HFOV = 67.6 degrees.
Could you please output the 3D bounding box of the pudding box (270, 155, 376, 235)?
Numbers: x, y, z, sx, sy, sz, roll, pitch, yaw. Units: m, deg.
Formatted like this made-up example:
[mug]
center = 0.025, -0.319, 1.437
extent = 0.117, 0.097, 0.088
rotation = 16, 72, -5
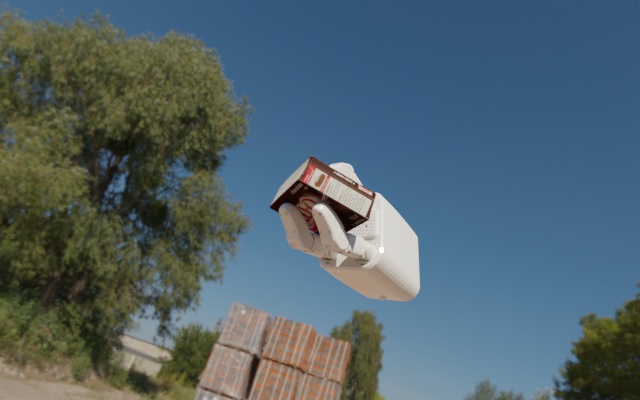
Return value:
[pudding box]
center = 0.000, 0.002, 0.557
extent = 0.090, 0.039, 0.113
rotation = 29, -27, -12
